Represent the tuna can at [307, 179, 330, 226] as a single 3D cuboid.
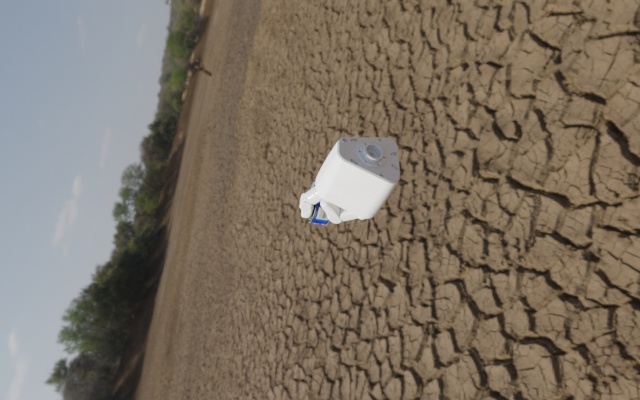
[{"bbox_3d":[0.000,0.003,0.894,0.034,0.086,0.086,8,-2,-13],"label":"tuna can"}]
